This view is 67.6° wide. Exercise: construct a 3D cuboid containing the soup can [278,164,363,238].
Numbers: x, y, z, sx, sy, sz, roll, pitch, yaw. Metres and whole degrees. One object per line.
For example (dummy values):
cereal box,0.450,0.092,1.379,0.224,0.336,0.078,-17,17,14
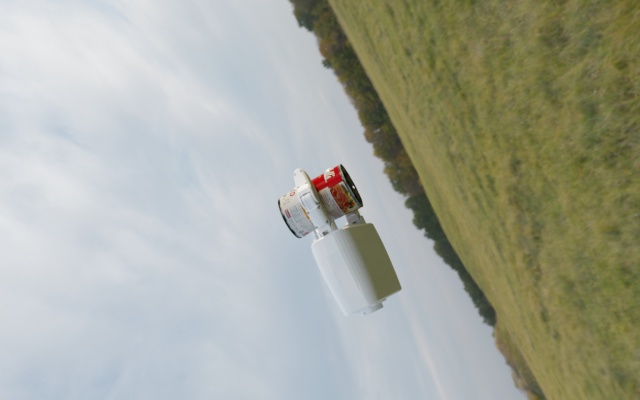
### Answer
soup can,0.000,0.002,0.671,0.102,0.068,0.068,-28,-6,12
